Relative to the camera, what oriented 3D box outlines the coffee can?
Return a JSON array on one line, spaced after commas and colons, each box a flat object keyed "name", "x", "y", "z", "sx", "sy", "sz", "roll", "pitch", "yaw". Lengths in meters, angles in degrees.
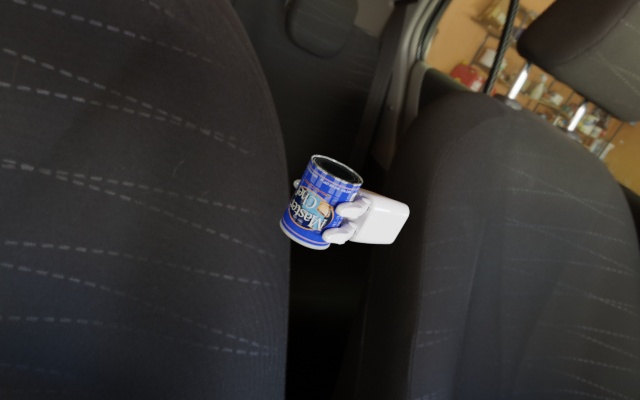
[{"name": "coffee can", "x": 0.000, "y": 0.003, "z": 0.870, "sx": 0.103, "sy": 0.140, "sz": 0.102, "roll": 24, "pitch": 20, "yaw": -9}]
